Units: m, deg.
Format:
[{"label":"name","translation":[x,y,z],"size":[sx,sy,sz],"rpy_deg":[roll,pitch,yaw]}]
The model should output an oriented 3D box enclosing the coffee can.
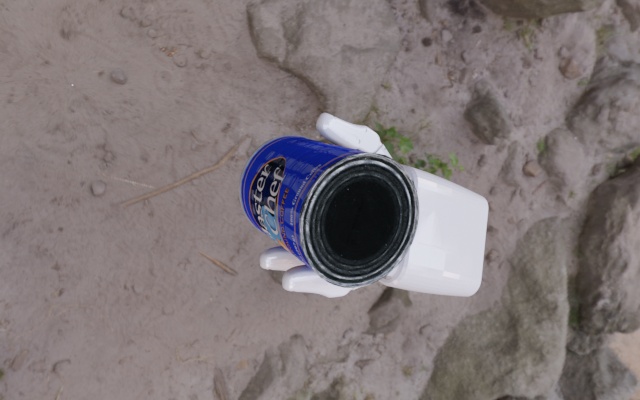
[{"label":"coffee can","translation":[0.000,0.001,0.409],"size":[0.103,0.103,0.140],"rpy_deg":[0,12,-27]}]
